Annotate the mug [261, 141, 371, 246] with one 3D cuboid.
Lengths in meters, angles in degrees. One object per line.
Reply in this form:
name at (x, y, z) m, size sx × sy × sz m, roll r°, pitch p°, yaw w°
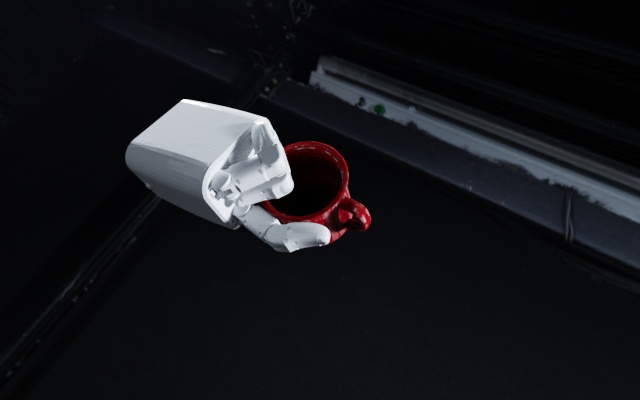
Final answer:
mug at (0.001, 0.002, 0.507) m, size 0.117 × 0.093 × 0.081 m, roll 20°, pitch -22°, yaw 22°
